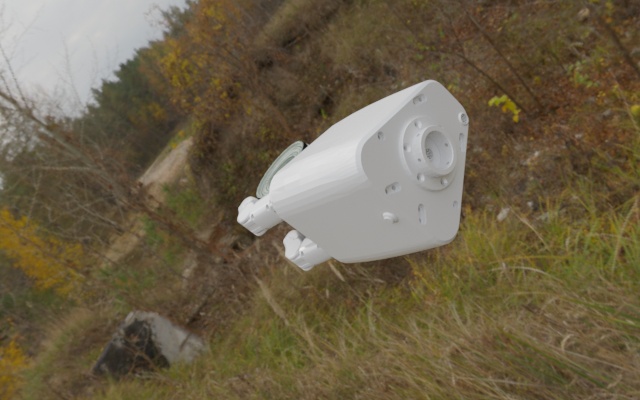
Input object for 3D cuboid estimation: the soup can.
[{"bbox_3d":[0.000,0.001,0.445,0.102,0.068,0.068,39,-16,-21],"label":"soup can"}]
